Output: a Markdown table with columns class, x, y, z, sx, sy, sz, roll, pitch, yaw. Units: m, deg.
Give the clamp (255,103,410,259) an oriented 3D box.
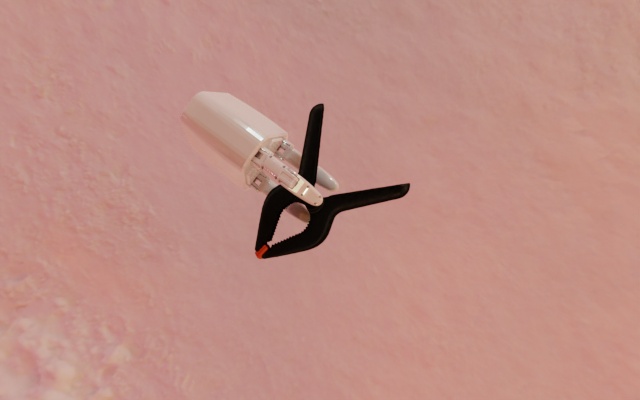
| class | x | y | z | sx | sy | sz | roll | pitch | yaw |
| --- | --- | --- | --- | --- | --- | --- | --- | --- | --- |
| clamp | -0.001 | 0.002 | 0.615 | 0.164 | 0.210 | 0.036 | 37 | 0 | 7 |
